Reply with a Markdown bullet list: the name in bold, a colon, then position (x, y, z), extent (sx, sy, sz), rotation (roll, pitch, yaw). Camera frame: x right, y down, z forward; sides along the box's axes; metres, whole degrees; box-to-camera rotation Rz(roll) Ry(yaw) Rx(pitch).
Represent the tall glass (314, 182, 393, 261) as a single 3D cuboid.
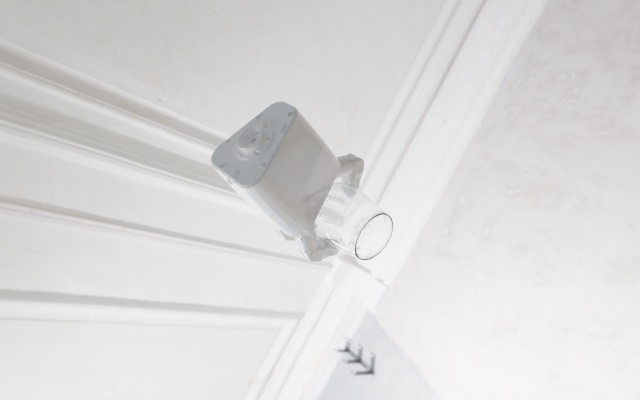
- **tall glass**: position (0.000, 0.002, 0.617), extent (0.079, 0.079, 0.201), rotation (0, 24, -44)
